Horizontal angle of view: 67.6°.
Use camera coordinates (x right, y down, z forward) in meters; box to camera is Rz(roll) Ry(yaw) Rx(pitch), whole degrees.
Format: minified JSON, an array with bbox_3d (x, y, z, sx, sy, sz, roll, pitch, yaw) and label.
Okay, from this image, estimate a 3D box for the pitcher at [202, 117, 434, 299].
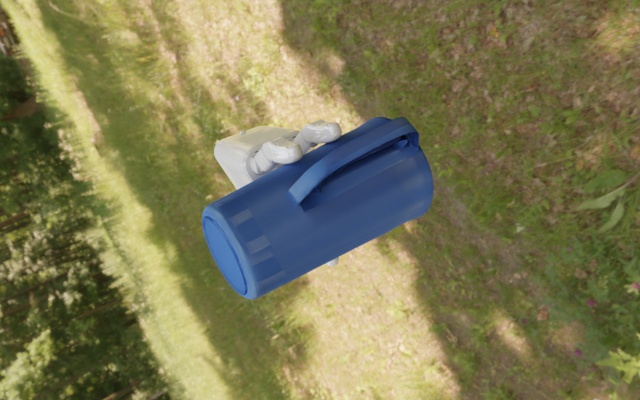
[{"bbox_3d":[0.000,0.002,0.528,0.243,0.149,0.145,-27,26,-26],"label":"pitcher"}]
